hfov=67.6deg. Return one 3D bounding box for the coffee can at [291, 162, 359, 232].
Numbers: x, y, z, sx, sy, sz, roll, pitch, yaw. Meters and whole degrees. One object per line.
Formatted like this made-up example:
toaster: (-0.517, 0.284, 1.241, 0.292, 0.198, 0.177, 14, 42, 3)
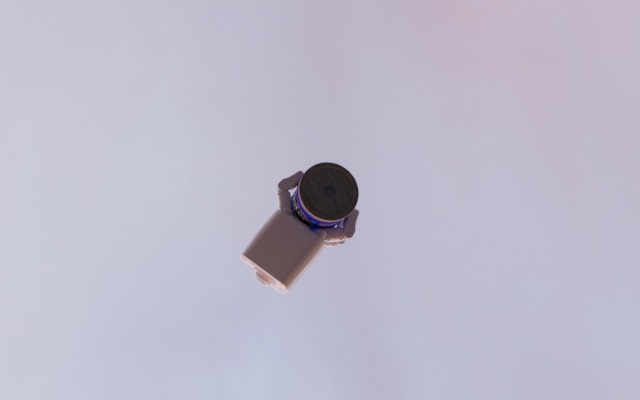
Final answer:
coffee can: (0.000, 0.003, 0.856, 0.103, 0.102, 0.140, 0, -16, -13)
